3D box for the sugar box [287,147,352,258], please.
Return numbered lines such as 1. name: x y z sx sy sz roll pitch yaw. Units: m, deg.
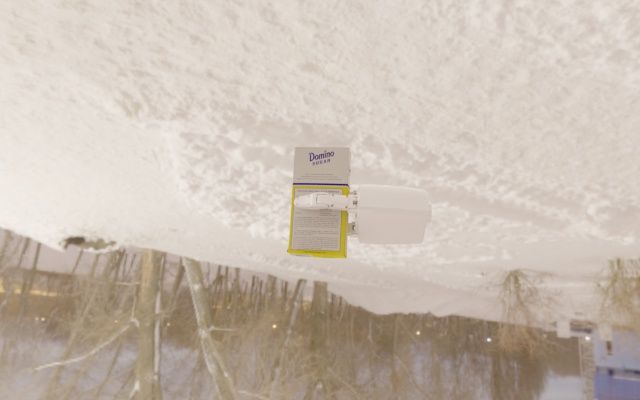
1. sugar box: 0.000 0.003 0.773 0.093 0.176 0.048 2 -14 9
